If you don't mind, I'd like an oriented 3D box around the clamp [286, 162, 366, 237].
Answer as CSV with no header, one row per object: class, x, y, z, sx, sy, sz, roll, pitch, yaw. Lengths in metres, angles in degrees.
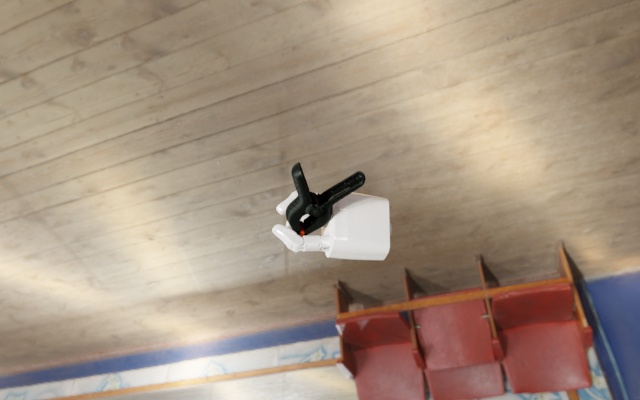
clamp,0.000,0.003,0.784,0.120,0.039,0.172,5,-38,-11
